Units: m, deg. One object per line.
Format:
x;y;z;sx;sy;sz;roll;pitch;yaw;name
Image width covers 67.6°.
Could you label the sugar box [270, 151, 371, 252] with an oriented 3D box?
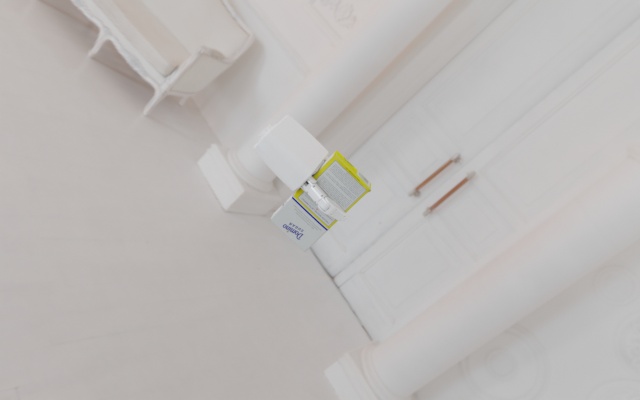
0.000;0.003;0.881;0.176;0.093;0.048;-43;9;19;sugar box
